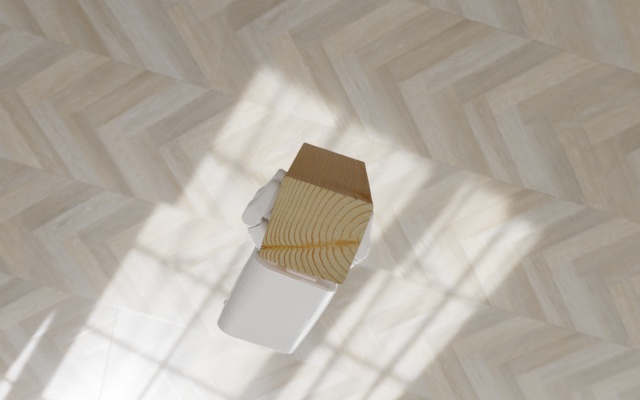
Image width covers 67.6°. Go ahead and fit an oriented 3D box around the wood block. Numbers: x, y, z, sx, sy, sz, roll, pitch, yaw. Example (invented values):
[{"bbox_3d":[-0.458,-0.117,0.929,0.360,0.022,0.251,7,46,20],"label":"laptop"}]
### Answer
[{"bbox_3d":[0.000,0.002,0.551,0.091,0.090,0.206,19,16,-3],"label":"wood block"}]
